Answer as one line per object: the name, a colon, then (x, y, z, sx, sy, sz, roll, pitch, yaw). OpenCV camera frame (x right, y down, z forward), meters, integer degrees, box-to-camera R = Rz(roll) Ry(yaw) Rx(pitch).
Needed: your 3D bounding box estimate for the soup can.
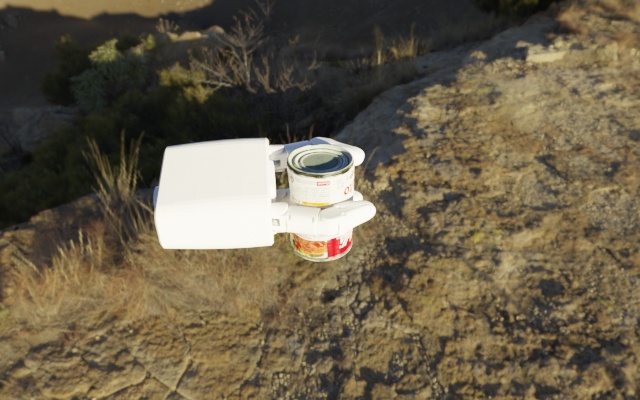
soup can: (0.001, 0.001, 0.490, 0.068, 0.102, 0.068, 0, 32, 0)
